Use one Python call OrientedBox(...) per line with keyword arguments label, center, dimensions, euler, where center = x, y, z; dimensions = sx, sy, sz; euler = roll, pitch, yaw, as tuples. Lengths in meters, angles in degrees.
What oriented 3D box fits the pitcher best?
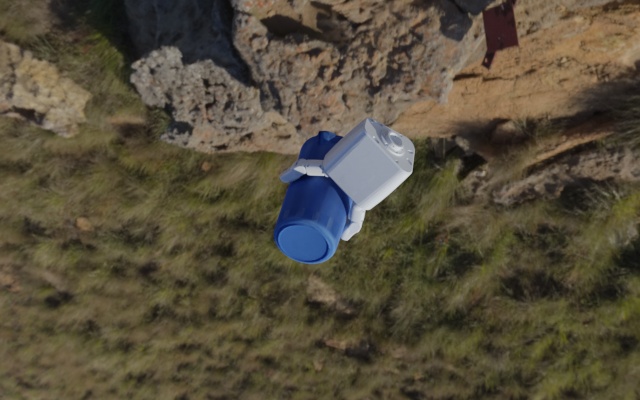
OrientedBox(label="pitcher", center=(0.000, 0.003, 0.877), dimensions=(0.149, 0.242, 0.145), euler=(37, -50, -16))
